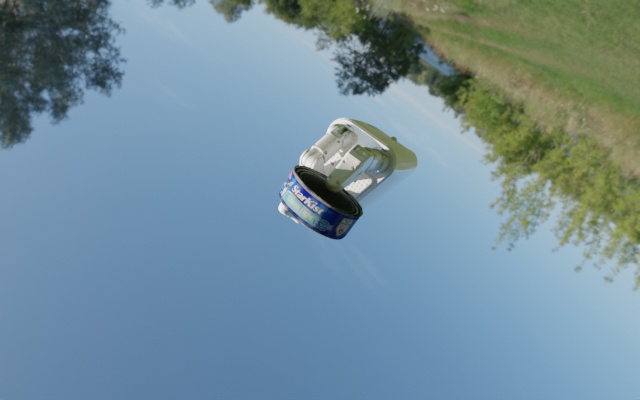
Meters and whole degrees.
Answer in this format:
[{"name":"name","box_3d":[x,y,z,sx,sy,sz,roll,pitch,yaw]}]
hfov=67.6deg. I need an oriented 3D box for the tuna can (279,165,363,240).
[{"name":"tuna can","box_3d":[0.000,0.002,0.497,0.086,0.034,0.086,32,17,-11]}]
